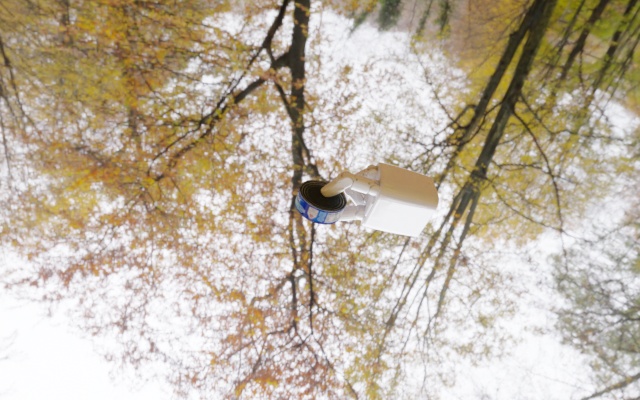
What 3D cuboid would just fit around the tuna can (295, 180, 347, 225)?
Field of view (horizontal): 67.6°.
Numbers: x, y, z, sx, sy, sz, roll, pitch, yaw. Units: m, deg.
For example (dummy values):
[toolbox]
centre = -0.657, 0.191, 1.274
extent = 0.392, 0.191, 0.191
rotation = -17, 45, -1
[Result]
[tuna can]
centre = 0.000, 0.003, 0.824
extent = 0.086, 0.034, 0.086
rotation = 15, 34, -10
